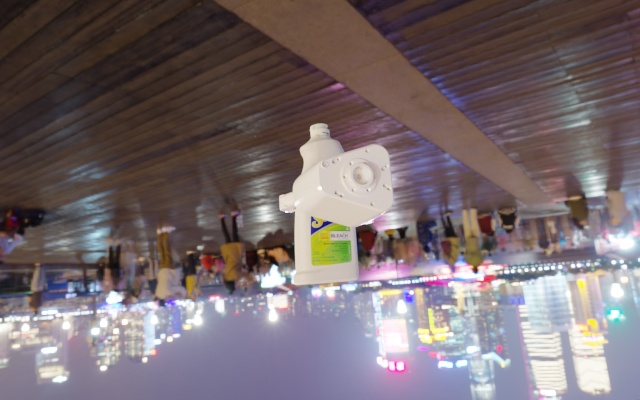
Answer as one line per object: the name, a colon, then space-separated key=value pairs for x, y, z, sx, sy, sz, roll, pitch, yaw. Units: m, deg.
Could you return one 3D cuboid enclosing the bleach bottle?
bleach bottle: x=0.000 y=0.003 z=0.751 sx=0.102 sy=0.250 sz=0.068 roll=-1 pitch=-11 yaw=-18
